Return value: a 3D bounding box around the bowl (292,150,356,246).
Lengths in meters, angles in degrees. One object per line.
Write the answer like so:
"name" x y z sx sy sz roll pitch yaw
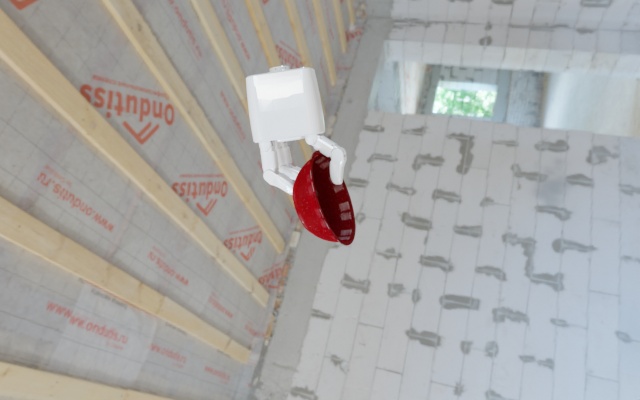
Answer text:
"bowl" 0.000 0.004 0.779 0.055 0.162 0.162 -20 -7 20
